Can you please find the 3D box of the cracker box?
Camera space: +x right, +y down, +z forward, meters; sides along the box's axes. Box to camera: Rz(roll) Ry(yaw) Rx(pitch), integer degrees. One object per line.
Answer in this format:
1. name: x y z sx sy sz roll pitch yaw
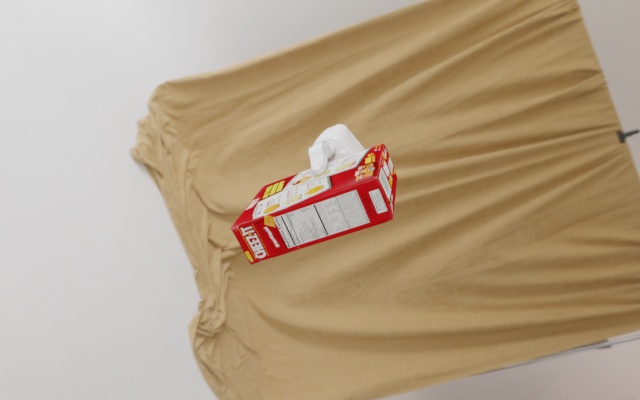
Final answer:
1. cracker box: 0.000 0.002 0.691 0.214 0.072 0.164 -19 17 17
